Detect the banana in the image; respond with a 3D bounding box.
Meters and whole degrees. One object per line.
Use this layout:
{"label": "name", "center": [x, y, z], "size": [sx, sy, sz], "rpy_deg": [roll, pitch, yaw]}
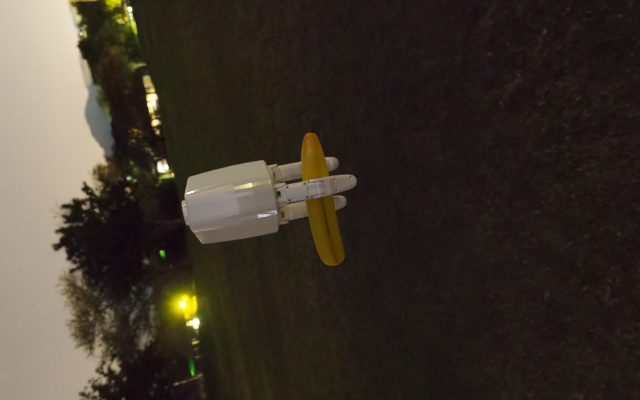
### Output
{"label": "banana", "center": [0.002, 0.013, 0.623], "size": [0.037, 0.198, 0.069], "rpy_deg": [-12, 26, 2]}
